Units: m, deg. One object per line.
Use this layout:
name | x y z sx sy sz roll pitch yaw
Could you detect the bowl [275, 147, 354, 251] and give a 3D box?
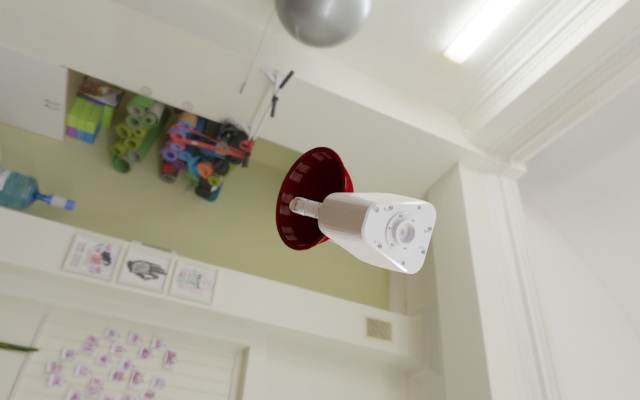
bowl | 0.000 0.002 0.733 0.055 0.162 0.162 19 -12 -38
